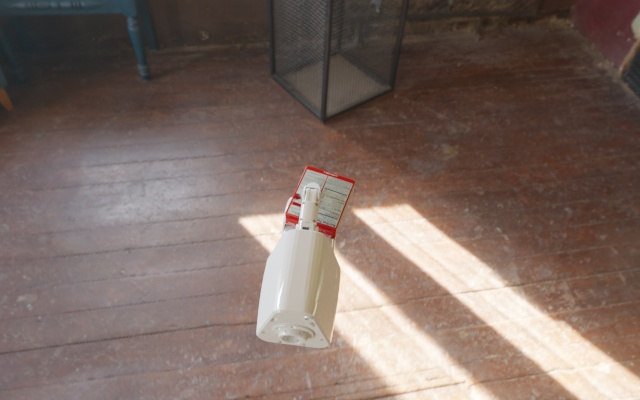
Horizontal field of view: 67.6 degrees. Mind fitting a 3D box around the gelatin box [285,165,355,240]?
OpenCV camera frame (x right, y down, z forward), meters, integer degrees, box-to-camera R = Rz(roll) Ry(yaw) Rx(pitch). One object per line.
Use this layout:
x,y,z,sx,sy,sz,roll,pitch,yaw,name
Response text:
0.000,0.002,0.659,0.073,0.089,0.030,18,-31,9,gelatin box
